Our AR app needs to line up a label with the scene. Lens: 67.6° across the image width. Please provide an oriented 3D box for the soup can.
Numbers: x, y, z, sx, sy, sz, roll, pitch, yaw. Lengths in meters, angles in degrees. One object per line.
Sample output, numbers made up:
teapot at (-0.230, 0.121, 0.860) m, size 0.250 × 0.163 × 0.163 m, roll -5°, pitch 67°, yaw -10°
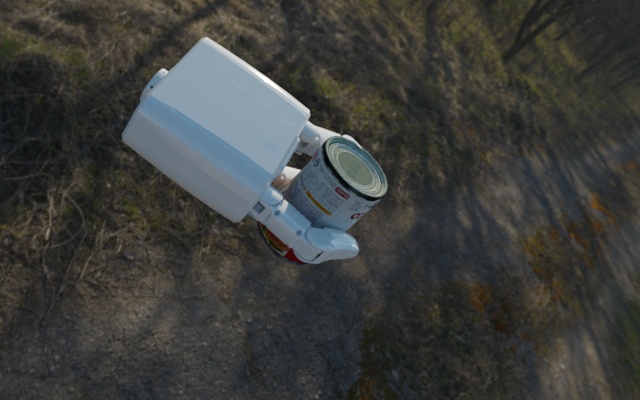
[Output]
soup can at (0.001, 0.002, 0.414) m, size 0.068 × 0.068 × 0.102 m, roll 0°, pitch -36°, yaw -47°
